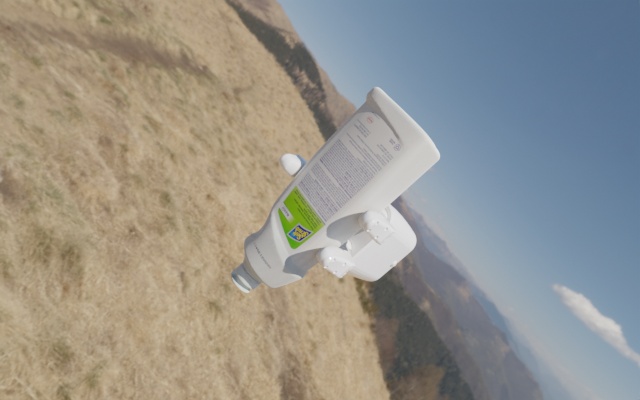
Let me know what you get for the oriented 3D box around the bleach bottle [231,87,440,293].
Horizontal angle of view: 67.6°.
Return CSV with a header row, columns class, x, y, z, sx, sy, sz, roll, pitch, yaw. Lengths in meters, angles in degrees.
class,x,y,z,sx,sy,sz,roll,pitch,yaw
bleach bottle,0.000,0.002,0.510,0.251,0.102,0.068,-42,-33,8
